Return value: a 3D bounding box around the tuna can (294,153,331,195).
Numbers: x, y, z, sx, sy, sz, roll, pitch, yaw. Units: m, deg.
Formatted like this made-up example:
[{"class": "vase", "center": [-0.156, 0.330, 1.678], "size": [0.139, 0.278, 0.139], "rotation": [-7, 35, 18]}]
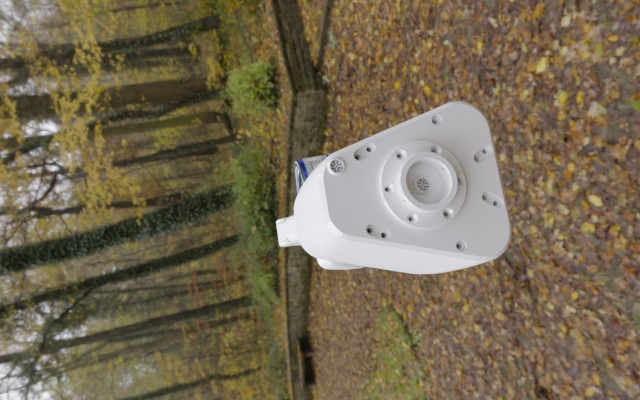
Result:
[{"class": "tuna can", "center": [-0.001, 0.002, 0.440], "size": [0.034, 0.086, 0.086], "rotation": [-11, 1, -7]}]
